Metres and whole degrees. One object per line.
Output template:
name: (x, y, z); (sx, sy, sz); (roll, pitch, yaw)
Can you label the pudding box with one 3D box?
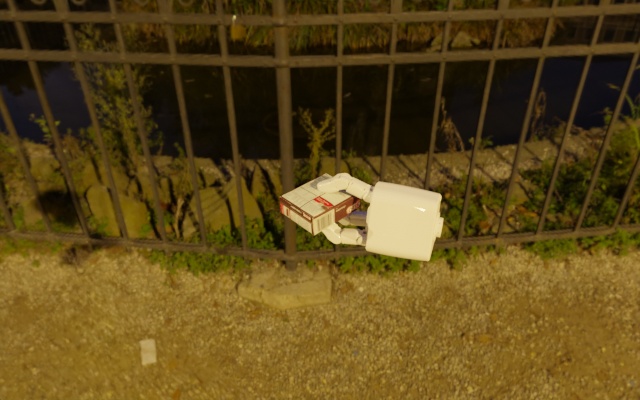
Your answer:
pudding box: (0.000, 0.003, 0.820); (0.113, 0.039, 0.090); (-27, 42, -33)
